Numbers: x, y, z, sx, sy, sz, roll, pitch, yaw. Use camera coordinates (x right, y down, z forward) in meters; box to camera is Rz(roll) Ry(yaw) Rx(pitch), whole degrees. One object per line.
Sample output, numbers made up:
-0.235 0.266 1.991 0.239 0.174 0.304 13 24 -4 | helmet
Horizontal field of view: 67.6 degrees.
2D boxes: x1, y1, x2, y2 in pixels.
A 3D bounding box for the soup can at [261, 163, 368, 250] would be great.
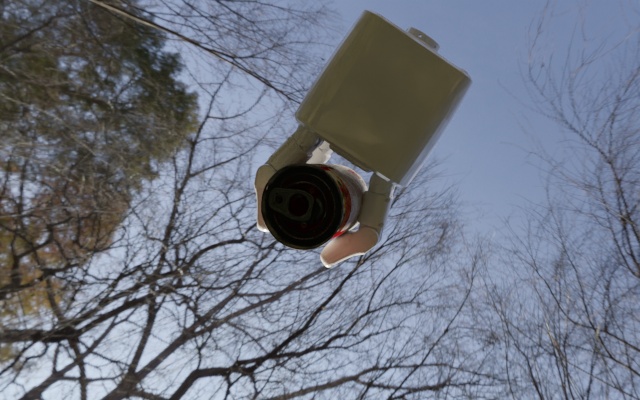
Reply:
0.000 0.002 0.415 0.068 0.068 0.102 0 4 18 | soup can
